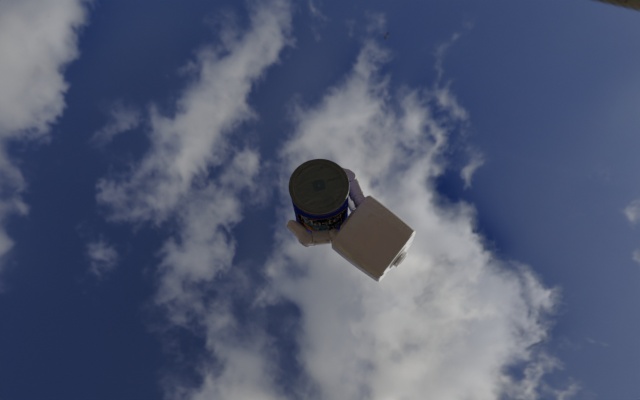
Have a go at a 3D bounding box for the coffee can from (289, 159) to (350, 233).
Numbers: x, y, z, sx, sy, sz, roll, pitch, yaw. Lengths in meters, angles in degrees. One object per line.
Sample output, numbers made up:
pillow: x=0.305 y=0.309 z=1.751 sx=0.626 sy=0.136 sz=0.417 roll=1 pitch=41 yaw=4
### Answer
coffee can: x=0.000 y=0.003 z=0.863 sx=0.103 sy=0.102 sz=0.140 roll=0 pitch=-24 yaw=2
